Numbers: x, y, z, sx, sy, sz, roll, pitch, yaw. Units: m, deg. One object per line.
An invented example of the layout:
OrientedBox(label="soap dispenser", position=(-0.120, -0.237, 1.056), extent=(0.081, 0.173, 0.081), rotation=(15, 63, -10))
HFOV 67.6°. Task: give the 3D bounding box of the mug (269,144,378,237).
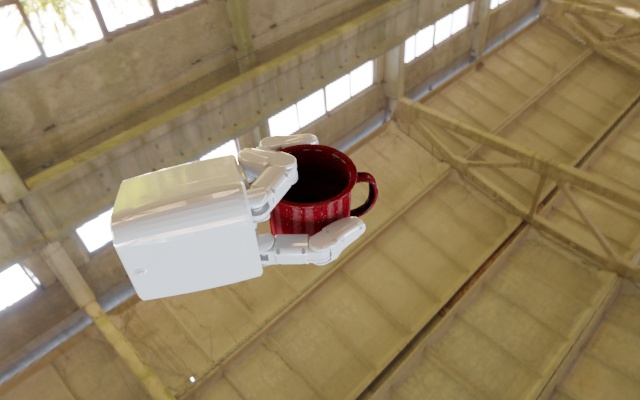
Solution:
OrientedBox(label="mug", position=(0.001, 0.001, 0.474), extent=(0.117, 0.082, 0.093), rotation=(-12, 43, -11))
